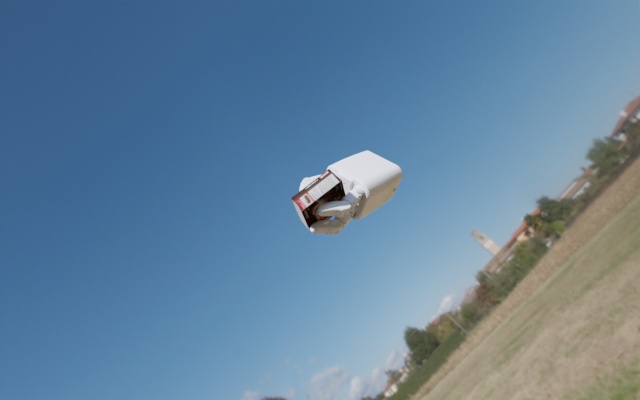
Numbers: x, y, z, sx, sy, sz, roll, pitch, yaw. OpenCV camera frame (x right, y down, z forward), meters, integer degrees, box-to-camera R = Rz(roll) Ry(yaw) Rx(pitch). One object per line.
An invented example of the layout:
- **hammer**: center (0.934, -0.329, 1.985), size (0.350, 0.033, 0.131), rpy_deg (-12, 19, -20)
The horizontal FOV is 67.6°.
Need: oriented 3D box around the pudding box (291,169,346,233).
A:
- **pudding box**: center (0.000, 0.003, 0.865), size (0.090, 0.039, 0.113), rpy_deg (-39, -25, -8)
